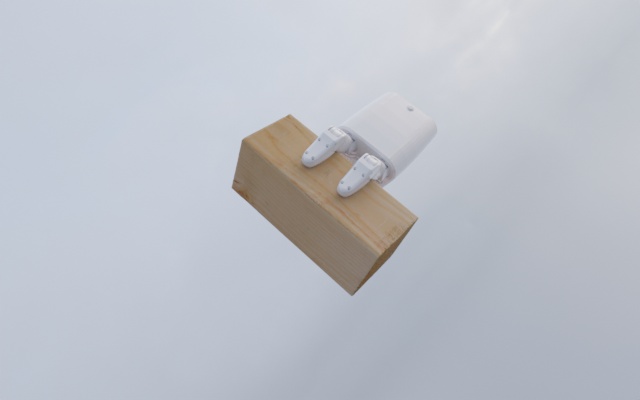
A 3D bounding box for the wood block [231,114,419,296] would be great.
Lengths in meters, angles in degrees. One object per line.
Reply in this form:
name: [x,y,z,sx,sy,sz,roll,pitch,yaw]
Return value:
wood block: [0.000,0.002,0.581,0.090,0.206,0.091,-37,-20,-39]
